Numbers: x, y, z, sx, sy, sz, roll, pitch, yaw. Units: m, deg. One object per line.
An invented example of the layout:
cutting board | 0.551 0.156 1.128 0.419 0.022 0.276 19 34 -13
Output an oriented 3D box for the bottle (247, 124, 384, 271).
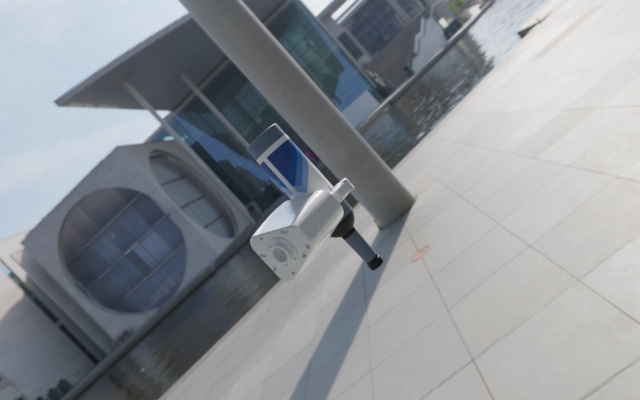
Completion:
bottle | 0.000 0.002 0.806 0.069 0.296 0.069 -42 5 4
